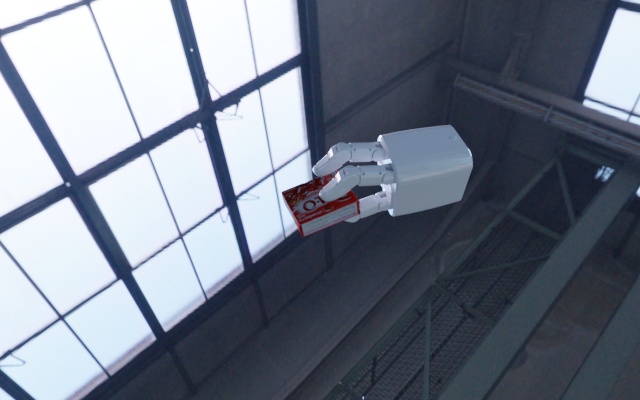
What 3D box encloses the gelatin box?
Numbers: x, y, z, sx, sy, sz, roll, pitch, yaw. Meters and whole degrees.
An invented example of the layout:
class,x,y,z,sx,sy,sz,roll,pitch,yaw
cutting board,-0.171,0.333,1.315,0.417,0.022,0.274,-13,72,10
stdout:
class,x,y,z,sx,sy,sz,roll,pitch,yaw
gelatin box,0.000,0.003,0.659,0.089,0.030,0.073,-22,46,-10
